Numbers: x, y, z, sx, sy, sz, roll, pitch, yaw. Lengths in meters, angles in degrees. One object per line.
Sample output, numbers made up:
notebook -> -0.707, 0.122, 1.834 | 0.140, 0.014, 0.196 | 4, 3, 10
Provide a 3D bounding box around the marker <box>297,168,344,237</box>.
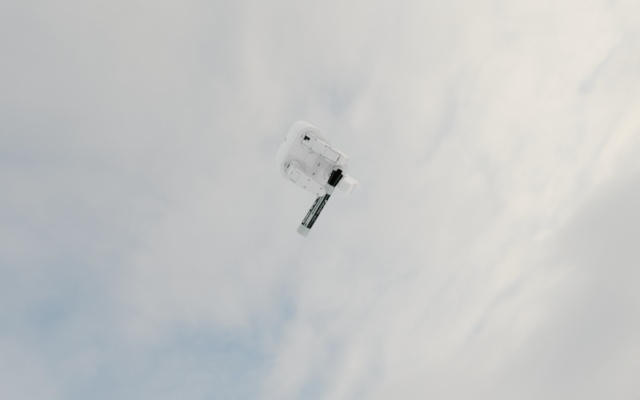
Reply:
marker -> 0.000, 0.002, 0.755 | 0.020, 0.121, 0.020 | 30, 10, -6
